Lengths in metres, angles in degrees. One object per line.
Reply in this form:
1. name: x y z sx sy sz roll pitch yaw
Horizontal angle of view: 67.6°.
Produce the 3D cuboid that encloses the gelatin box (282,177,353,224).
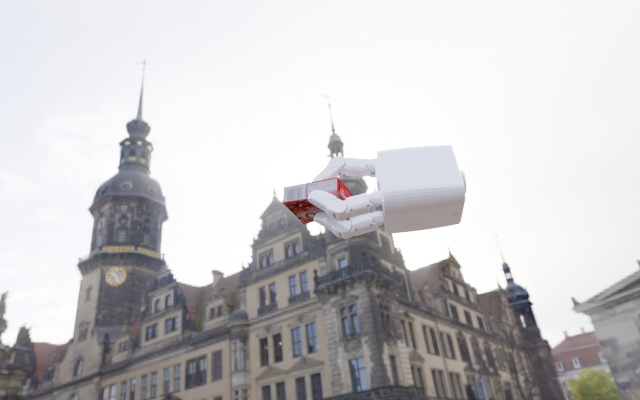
1. gelatin box: 0.000 0.002 0.691 0.089 0.030 0.073 -9 -30 21
